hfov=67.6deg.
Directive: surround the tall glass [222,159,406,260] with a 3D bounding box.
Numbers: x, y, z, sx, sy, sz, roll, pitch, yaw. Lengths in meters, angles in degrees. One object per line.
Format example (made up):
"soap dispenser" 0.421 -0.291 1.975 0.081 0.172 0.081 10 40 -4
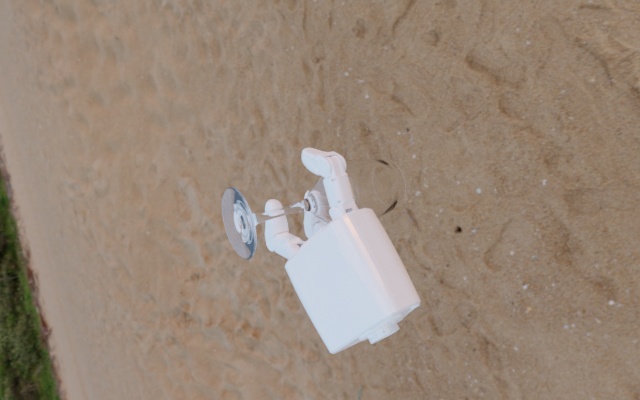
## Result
"tall glass" -0.001 0.002 0.524 0.201 0.079 0.079 -15 8 -32
